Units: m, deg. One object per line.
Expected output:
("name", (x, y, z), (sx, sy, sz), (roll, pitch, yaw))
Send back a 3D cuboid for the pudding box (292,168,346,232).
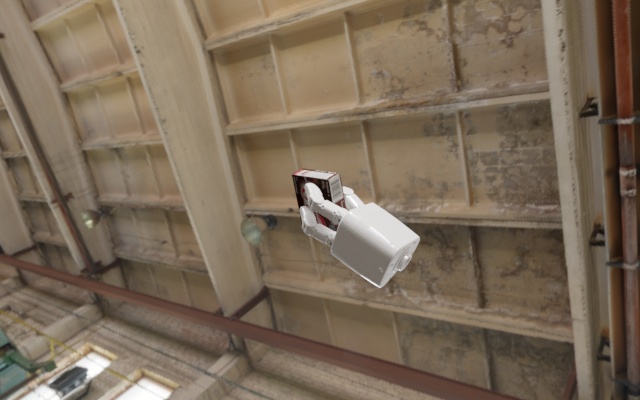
("pudding box", (0.000, 0.003, 0.859), (0.090, 0.113, 0.039), (10, 28, 40))
